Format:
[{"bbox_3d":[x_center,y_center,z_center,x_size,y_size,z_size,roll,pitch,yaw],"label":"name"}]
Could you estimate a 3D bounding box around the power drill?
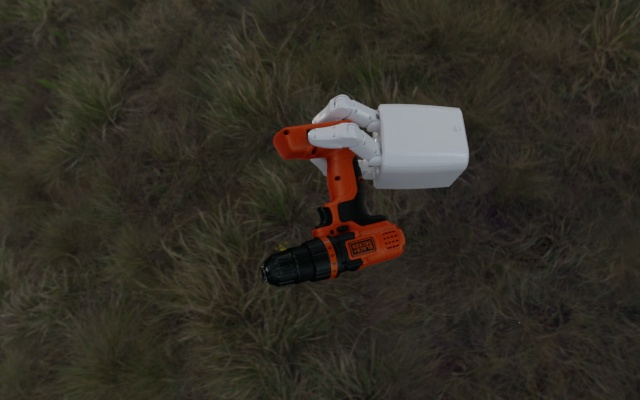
[{"bbox_3d":[0.000,0.001,0.586,0.184,0.187,0.057,-11,-8,-24],"label":"power drill"}]
